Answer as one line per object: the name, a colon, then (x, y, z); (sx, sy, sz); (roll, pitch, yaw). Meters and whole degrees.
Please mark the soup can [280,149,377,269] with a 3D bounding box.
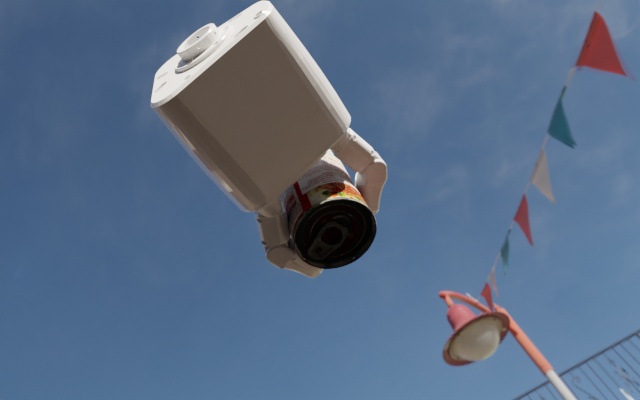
soup can: (0.000, 0.001, 0.416); (0.068, 0.068, 0.102); (0, 31, -16)
